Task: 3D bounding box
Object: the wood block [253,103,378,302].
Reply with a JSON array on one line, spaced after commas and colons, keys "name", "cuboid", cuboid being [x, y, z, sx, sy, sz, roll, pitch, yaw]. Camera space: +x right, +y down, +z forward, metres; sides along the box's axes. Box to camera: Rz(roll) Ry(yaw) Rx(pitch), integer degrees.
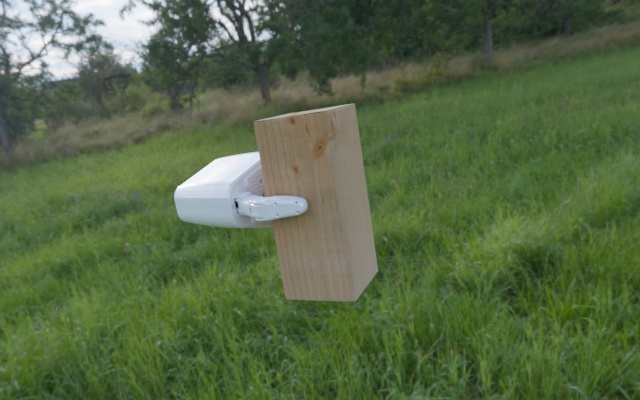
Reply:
[{"name": "wood block", "cuboid": [0.000, 0.002, 0.548, 0.090, 0.206, 0.091, -3, 14, 25]}]
